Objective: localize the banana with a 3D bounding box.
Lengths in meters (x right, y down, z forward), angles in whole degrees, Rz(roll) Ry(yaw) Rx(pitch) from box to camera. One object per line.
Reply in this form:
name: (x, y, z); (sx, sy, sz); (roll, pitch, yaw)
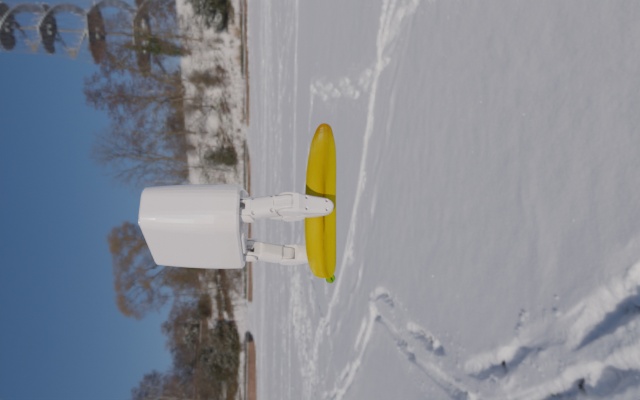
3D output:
banana: (0.000, 0.007, 0.560); (0.037, 0.198, 0.069); (0, 5, 0)
